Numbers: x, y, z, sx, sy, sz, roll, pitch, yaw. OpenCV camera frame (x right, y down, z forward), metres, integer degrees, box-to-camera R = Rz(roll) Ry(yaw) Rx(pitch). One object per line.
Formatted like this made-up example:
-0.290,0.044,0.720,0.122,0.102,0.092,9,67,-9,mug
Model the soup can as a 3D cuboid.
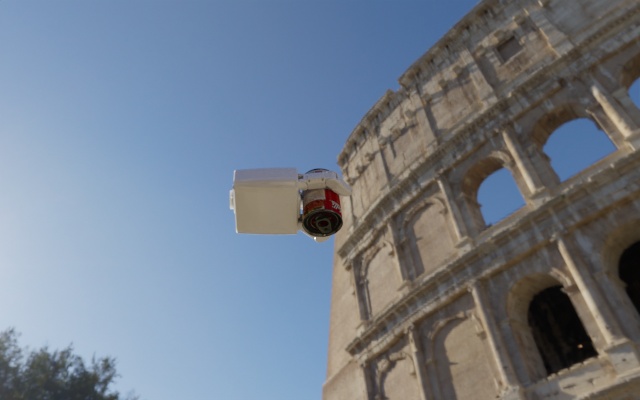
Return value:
0.001,0.002,0.823,0.068,0.102,0.069,-3,-43,-3,soup can
